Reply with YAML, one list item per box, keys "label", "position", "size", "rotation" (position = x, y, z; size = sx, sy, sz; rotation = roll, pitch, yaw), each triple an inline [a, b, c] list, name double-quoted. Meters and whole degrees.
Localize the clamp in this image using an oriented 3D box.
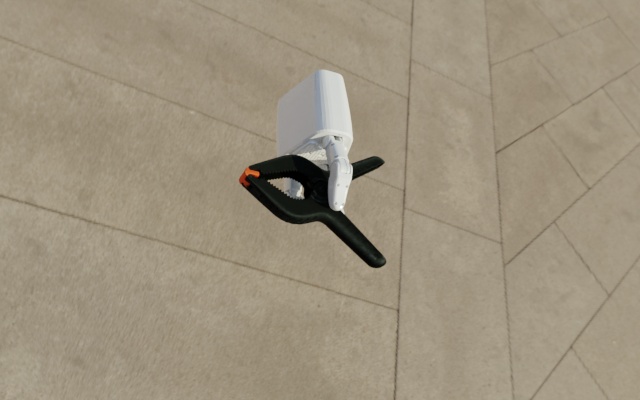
- label: "clamp"
  position: [0.000, 0.001, 0.614]
  size: [0.210, 0.164, 0.036]
  rotation: [8, -27, -24]
